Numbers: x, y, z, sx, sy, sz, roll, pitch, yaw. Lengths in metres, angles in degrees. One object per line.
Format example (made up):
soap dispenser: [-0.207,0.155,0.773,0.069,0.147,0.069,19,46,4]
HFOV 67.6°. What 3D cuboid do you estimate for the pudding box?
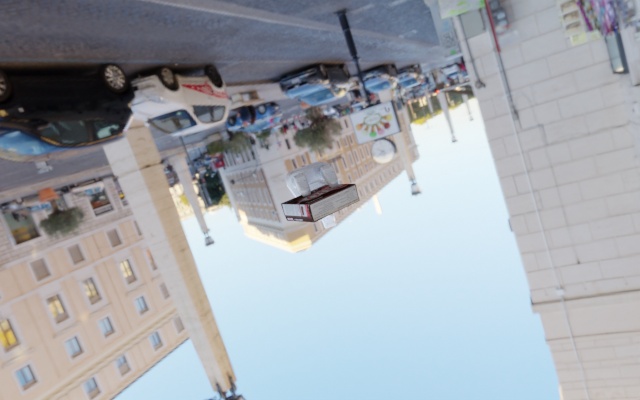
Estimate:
pudding box: [0.000,0.003,0.863,0.113,0.039,0.090,-26,15,-33]
